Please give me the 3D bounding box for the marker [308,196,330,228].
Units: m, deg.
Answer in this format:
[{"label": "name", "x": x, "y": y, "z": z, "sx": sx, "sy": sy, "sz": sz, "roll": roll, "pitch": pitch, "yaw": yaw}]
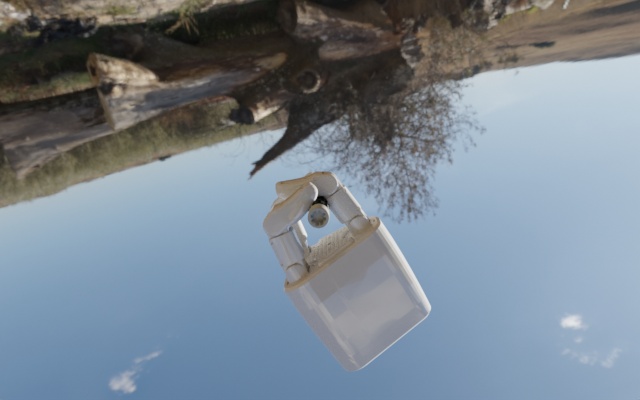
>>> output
[{"label": "marker", "x": 0.000, "y": 0.001, "z": 0.464, "sx": 0.020, "sy": 0.020, "sz": 0.121, "roll": 0, "pitch": 13, "yaw": 2}]
